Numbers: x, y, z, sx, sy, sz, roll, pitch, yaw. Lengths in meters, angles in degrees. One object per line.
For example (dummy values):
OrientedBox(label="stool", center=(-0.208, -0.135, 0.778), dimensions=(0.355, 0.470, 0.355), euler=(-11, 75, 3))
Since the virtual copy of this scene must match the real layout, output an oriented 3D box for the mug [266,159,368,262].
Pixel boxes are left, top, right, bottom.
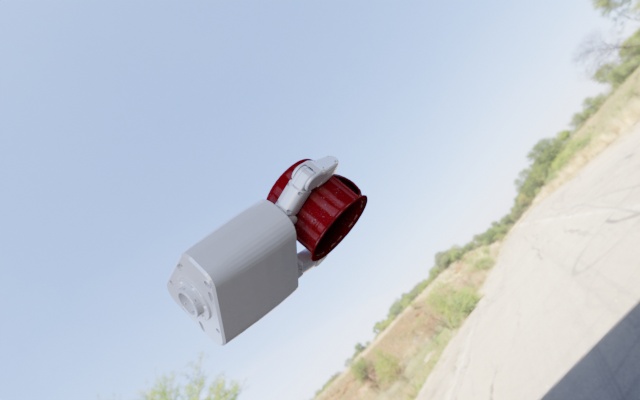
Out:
OrientedBox(label="mug", center=(0.001, 0.001, 0.544), dimensions=(0.081, 0.093, 0.117), euler=(40, 47, 17))
